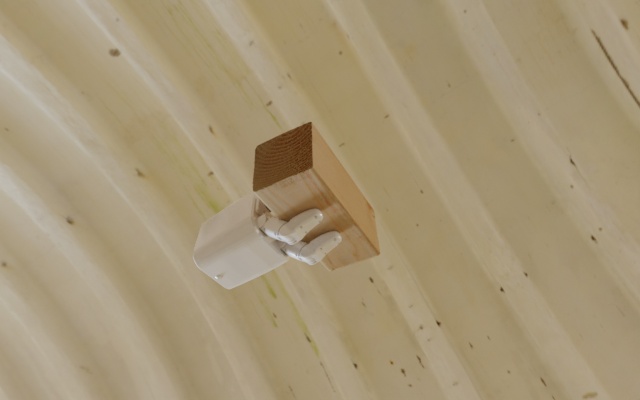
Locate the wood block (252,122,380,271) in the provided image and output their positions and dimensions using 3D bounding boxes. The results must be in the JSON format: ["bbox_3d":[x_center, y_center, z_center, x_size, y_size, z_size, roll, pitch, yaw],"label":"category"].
[{"bbox_3d":[0.000,0.002,0.676,0.090,0.090,0.206,-21,-45,19],"label":"wood block"}]
